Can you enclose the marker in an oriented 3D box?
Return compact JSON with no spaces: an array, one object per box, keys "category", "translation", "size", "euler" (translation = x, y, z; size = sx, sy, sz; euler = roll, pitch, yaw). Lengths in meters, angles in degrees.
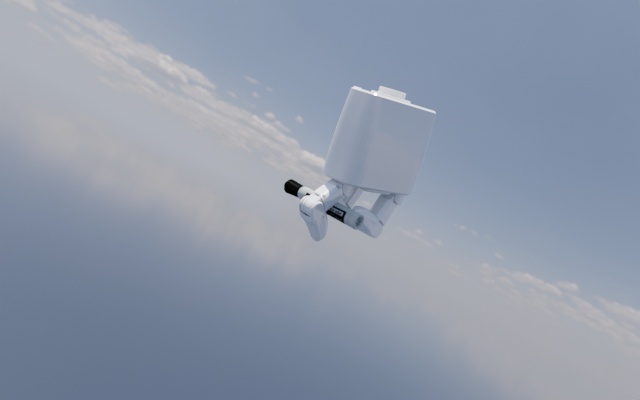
[{"category":"marker","translation":[0.000,0.002,0.567],"size":[0.121,0.020,0.020],"euler":[28,17,37]}]
